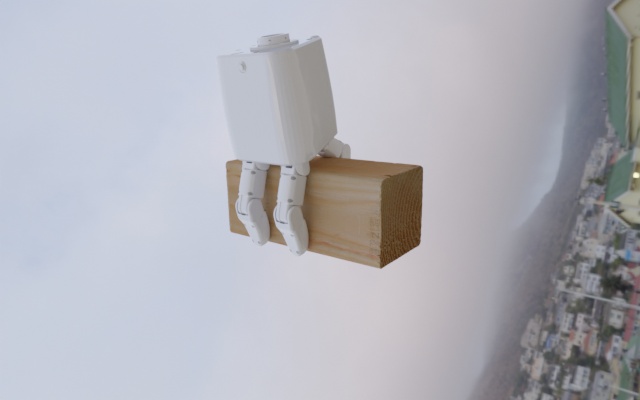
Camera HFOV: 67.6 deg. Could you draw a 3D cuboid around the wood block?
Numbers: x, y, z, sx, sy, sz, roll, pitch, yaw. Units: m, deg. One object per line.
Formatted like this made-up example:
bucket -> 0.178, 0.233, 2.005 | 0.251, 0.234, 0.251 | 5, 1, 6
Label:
wood block -> 0.000, 0.001, 0.534 | 0.206, 0.090, 0.091 | 10, 18, 36
